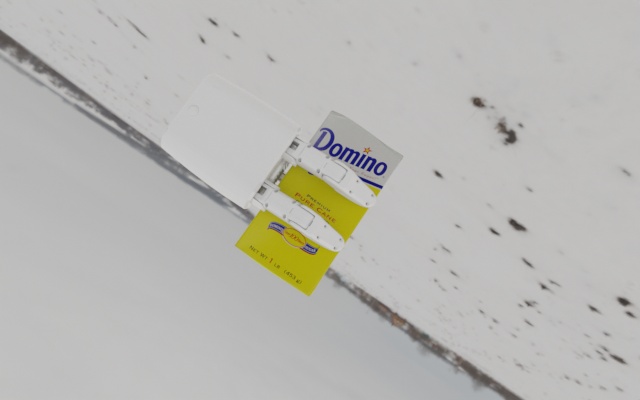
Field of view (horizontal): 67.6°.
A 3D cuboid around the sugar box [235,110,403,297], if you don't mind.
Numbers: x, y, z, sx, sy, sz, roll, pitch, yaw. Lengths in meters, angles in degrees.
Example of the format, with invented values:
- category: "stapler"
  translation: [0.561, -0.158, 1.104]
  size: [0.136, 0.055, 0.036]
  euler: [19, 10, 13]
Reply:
- category: "sugar box"
  translation: [0.000, 0.002, 0.500]
  size: [0.093, 0.176, 0.048]
  euler: [34, -7, 1]
